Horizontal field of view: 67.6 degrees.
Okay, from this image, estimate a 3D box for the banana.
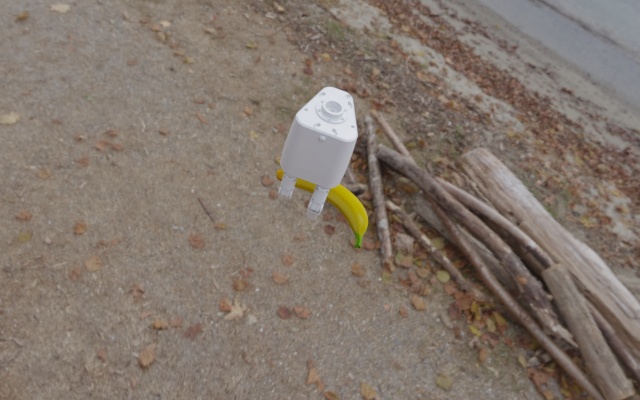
[{"bbox_3d":[0.014,-0.005,0.831,0.069,0.198,0.037,-42,-14,-34],"label":"banana"}]
